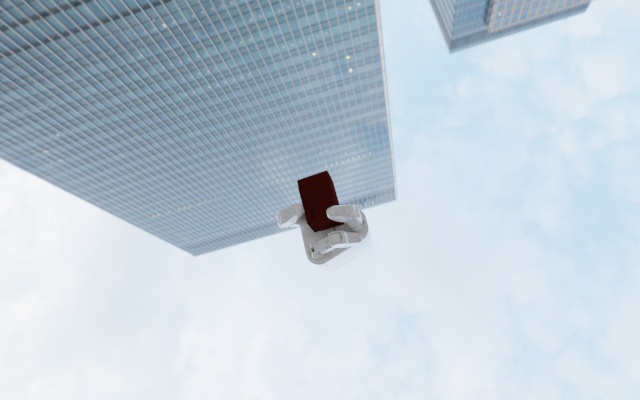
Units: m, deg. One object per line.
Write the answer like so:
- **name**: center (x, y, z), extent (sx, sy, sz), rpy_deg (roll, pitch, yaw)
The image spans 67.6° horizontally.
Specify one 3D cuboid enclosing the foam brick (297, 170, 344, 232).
- **foam brick**: center (0.000, 0.002, 0.758), extent (0.053, 0.078, 0.051), rpy_deg (-16, -21, 8)
